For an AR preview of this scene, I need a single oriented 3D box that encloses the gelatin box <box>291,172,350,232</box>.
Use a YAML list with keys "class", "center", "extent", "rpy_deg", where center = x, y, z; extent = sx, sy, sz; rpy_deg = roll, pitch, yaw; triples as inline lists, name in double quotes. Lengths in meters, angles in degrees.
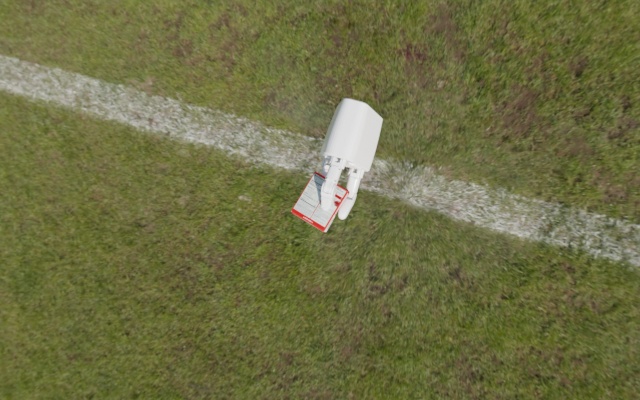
- class: "gelatin box"
  center: [0.000, 0.003, 0.879]
  extent: [0.073, 0.089, 0.030]
  rpy_deg: [31, -3, 11]
